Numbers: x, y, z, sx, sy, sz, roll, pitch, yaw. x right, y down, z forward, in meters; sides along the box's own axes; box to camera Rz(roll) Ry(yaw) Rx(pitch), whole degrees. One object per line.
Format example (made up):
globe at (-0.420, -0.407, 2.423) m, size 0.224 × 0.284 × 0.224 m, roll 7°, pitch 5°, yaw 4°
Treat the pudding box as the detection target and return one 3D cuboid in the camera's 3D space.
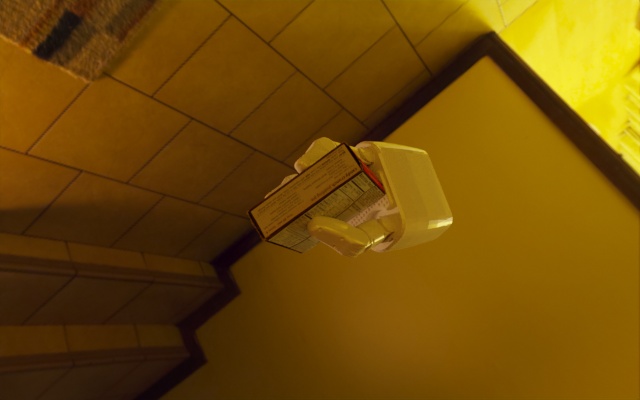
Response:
pudding box at (0.000, 0.002, 0.457) m, size 0.113 × 0.039 × 0.090 m, roll -37°, pitch -24°, yaw 8°
